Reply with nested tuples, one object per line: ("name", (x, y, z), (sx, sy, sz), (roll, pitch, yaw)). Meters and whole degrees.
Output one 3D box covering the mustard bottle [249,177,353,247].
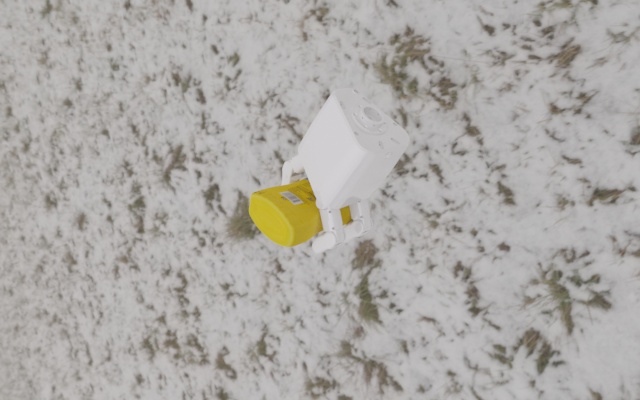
("mustard bottle", (0.000, 0.003, 0.683), (0.191, 0.058, 0.096), (-19, 42, -40))
